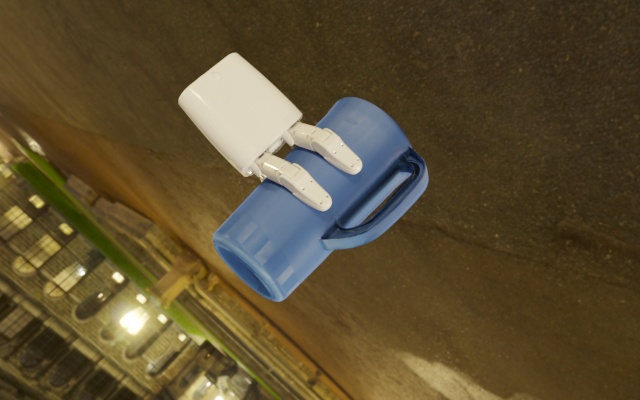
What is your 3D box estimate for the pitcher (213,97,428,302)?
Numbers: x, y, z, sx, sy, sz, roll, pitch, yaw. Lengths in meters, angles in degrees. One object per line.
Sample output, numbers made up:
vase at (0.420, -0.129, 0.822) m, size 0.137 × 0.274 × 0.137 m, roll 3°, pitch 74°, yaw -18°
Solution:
pitcher at (0.000, 0.002, 0.564) m, size 0.242 × 0.145 × 0.149 m, roll -46°, pitch 4°, yaw -21°
